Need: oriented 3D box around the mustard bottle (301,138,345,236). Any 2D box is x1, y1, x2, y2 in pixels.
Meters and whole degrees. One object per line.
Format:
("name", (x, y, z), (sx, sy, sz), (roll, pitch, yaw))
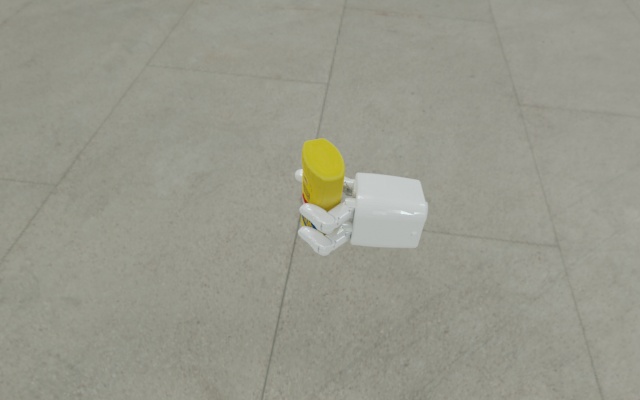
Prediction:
("mustard bottle", (0.000, 0.002, 0.761), (0.058, 0.192, 0.096), (-13, 48, -15))
